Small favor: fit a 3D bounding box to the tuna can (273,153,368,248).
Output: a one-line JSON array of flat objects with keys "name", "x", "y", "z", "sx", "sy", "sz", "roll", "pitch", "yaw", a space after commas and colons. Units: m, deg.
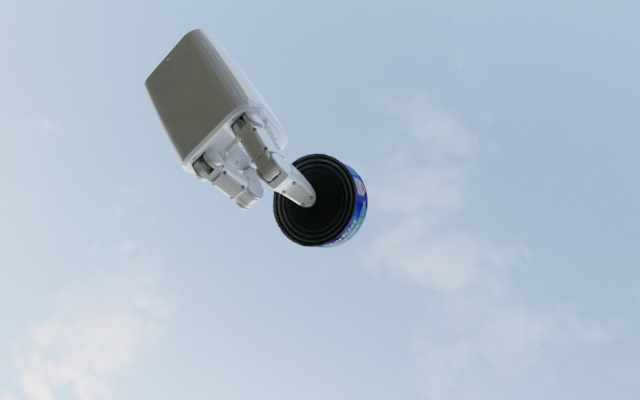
[{"name": "tuna can", "x": 0.000, "y": 0.002, "z": 0.447, "sx": 0.086, "sy": 0.086, "sz": 0.034, "roll": 0, "pitch": -8, "yaw": 27}]
